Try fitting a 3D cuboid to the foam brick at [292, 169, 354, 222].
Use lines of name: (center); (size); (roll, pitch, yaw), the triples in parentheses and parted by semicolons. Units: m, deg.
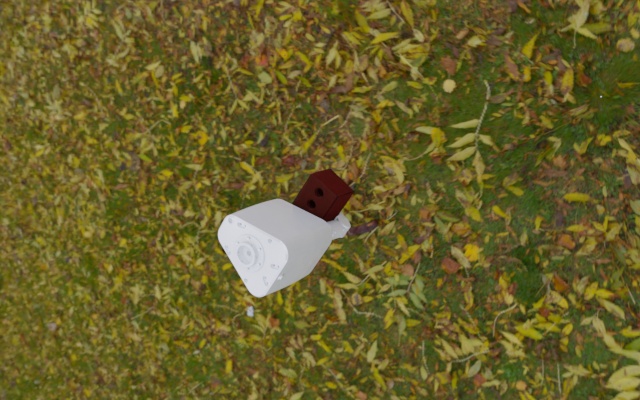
foam brick: (0.000, 0.002, 0.687); (0.053, 0.078, 0.051); (42, 28, 19)
